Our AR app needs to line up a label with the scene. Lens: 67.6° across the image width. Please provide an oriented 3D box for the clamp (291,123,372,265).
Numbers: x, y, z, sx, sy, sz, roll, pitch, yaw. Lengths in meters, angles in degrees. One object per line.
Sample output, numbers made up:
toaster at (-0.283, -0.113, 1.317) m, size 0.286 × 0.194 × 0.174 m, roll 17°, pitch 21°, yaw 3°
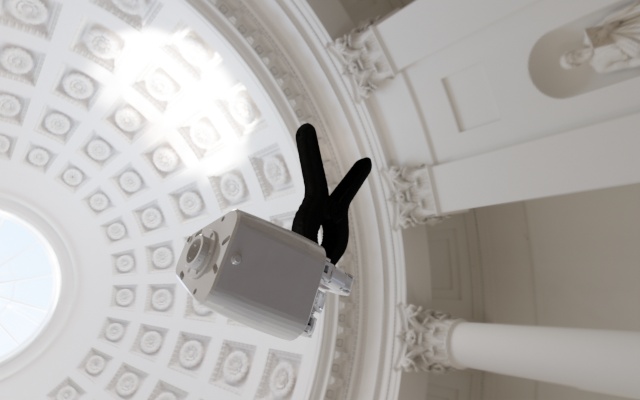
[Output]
clamp at (0.000, 0.002, 0.535) m, size 0.120 × 0.171 × 0.039 m, roll 31°, pitch -25°, yaw -34°
